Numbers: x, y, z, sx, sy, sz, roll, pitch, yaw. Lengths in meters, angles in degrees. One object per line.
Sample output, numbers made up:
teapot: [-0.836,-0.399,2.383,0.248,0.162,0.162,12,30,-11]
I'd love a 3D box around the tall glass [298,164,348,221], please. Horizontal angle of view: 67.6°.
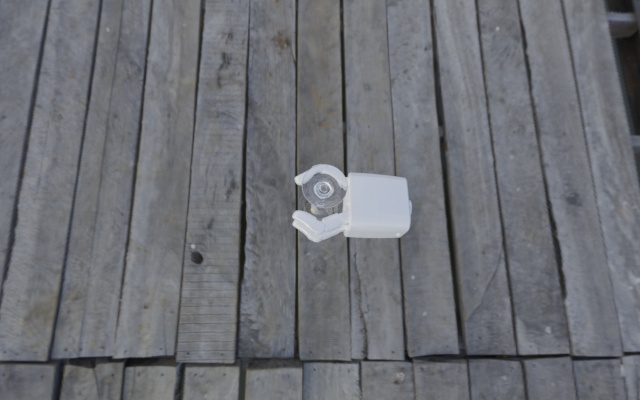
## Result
tall glass: [0.000,0.003,0.862,0.079,0.079,0.201,0,-15,-5]
